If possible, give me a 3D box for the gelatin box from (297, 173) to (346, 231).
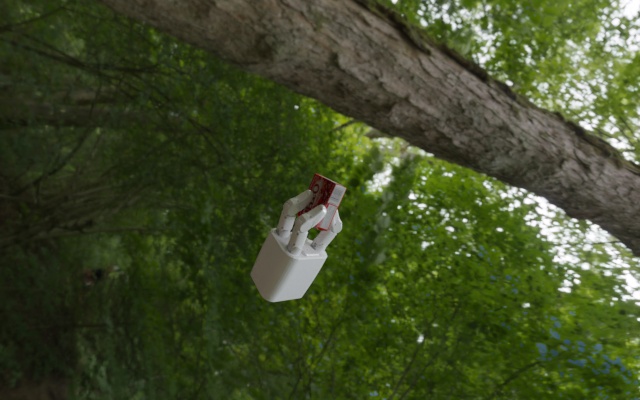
[{"bbox_3d":[0.001,0.003,0.875,0.030,0.089,0.073,21,5,-36],"label":"gelatin box"}]
